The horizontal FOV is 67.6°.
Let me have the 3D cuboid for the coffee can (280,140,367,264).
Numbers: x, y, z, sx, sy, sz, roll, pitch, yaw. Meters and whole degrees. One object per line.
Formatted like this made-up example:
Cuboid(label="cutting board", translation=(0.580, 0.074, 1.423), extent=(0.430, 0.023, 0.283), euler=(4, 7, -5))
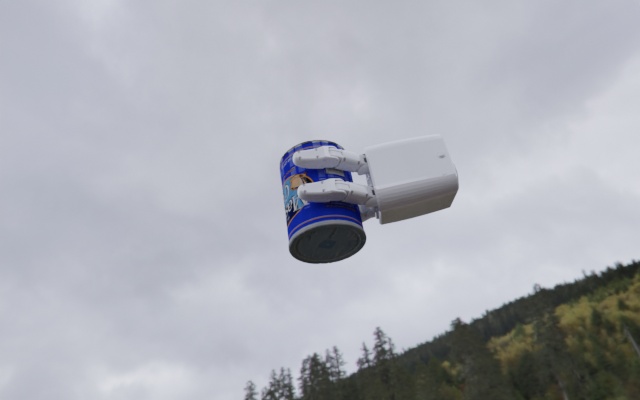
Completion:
Cuboid(label="coffee can", translation=(0.000, 0.002, 0.660), extent=(0.103, 0.140, 0.103), euler=(-7, -35, -5))
